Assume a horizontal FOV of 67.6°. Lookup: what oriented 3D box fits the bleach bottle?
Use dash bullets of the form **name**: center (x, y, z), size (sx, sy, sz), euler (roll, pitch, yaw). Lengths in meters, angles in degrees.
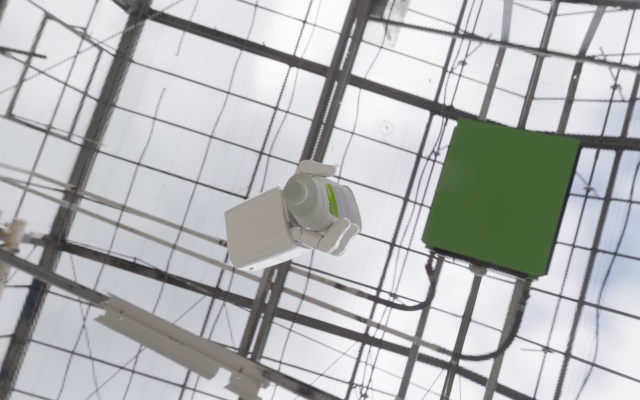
- **bleach bottle**: center (0.000, 0.003, 0.743), size (0.068, 0.102, 0.251), euler (-21, -16, 13)
